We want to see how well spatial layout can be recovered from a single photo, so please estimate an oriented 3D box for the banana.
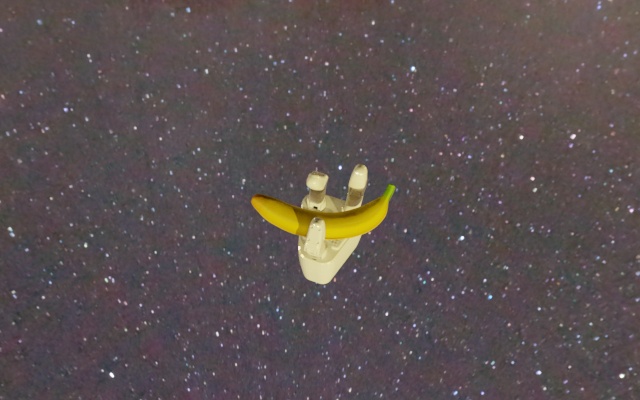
[{"bbox_3d":[0.005,0.020,0.651,0.198,0.069,0.037,-4,-15,2],"label":"banana"}]
